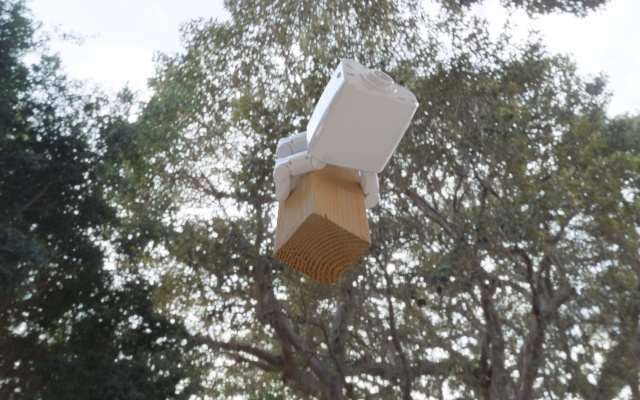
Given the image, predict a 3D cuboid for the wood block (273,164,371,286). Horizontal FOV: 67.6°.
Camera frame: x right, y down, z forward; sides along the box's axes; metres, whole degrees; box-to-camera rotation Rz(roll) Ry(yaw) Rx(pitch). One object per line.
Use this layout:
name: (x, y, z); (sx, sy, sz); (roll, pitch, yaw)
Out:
wood block: (0.001, 0.002, 0.658); (0.091, 0.090, 0.206); (30, 30, -20)
